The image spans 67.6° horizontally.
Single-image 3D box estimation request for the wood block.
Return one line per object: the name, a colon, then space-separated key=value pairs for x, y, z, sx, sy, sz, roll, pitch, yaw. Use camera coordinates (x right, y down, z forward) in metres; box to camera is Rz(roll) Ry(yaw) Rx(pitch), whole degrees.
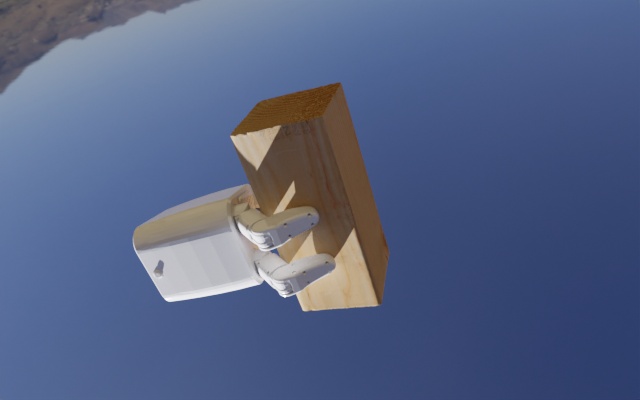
wood block: x=0.000 y=0.002 z=0.480 sx=0.090 sy=0.206 sz=0.090 roll=-9 pitch=30 yaw=18
